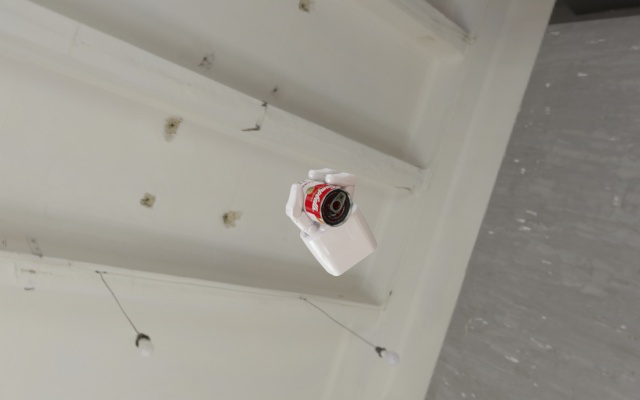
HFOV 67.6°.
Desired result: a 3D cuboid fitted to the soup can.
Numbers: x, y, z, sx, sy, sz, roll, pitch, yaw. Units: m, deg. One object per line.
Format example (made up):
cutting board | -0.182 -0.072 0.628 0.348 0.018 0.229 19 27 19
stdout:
soup can | 0.000 0.002 0.852 0.068 0.068 0.102 0 11 -35
